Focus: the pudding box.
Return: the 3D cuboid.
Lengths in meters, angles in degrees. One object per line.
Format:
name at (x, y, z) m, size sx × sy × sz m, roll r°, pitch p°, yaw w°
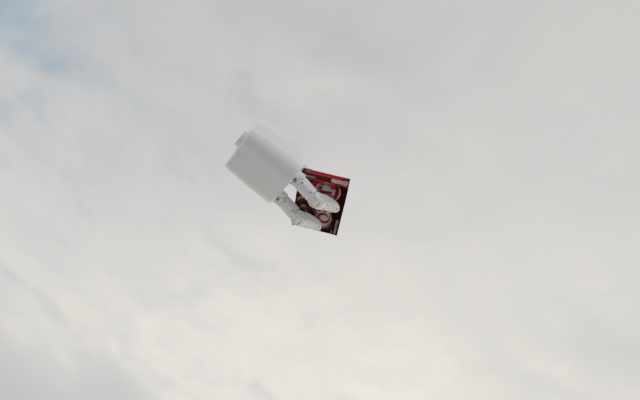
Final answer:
pudding box at (0.000, 0.003, 0.875) m, size 0.090 × 0.114 × 0.039 m, roll 14°, pitch 37°, yaw 4°
